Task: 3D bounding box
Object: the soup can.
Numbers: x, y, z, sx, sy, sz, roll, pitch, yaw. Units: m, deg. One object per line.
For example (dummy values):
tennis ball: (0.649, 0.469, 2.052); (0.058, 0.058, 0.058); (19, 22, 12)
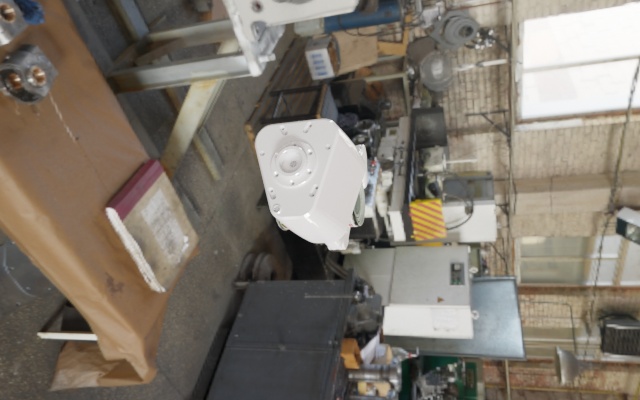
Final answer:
soup can: (0.001, 0.002, 0.609); (0.102, 0.068, 0.068); (-4, -1, 18)
